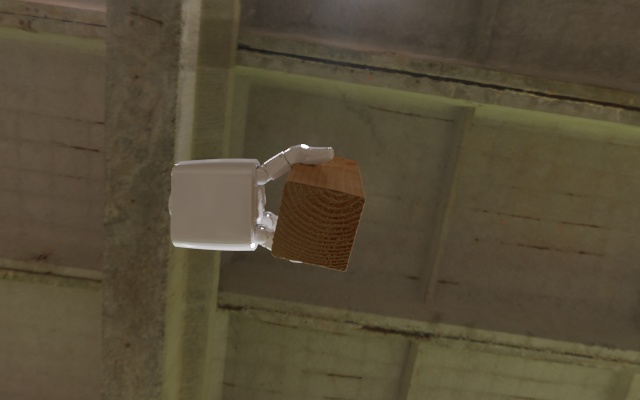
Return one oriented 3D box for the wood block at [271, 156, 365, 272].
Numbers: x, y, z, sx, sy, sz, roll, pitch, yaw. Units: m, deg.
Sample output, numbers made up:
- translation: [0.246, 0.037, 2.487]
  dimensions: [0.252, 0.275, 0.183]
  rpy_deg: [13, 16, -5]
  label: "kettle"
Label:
- translation: [0.000, 0.002, 0.617]
  dimensions: [0.090, 0.091, 0.206]
  rpy_deg: [12, 16, -2]
  label: "wood block"
